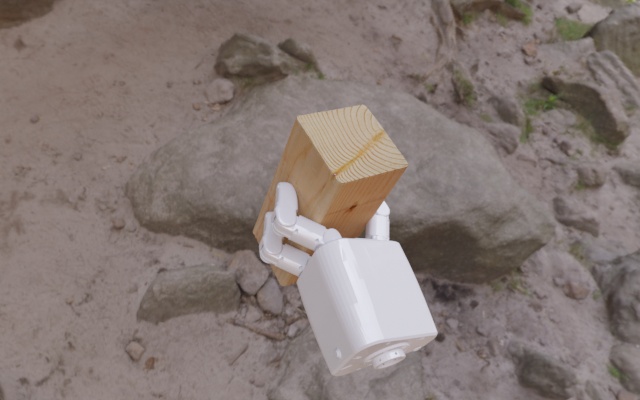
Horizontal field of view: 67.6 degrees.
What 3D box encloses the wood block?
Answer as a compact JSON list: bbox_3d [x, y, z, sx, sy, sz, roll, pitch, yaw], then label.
[{"bbox_3d":[0.001,0.002,0.545,0.091,0.090,0.206,-16,-29,-32],"label":"wood block"}]
